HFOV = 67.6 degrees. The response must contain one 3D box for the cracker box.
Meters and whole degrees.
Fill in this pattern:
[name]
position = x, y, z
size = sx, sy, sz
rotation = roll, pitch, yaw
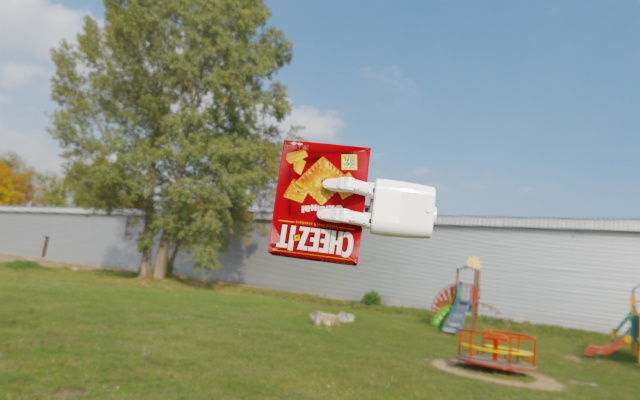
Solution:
[cracker box]
position = 0.000, 0.003, 0.877
size = 0.164, 0.213, 0.072
rotation = 7, -10, 4
